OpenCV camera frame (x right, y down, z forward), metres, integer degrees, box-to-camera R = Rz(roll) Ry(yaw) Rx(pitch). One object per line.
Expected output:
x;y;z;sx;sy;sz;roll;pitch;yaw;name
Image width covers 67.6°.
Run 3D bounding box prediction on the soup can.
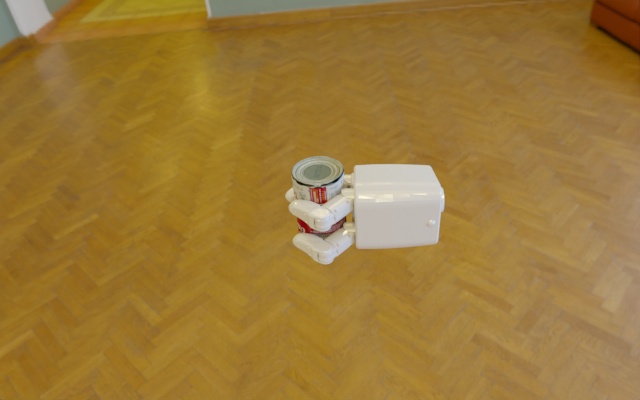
0.000;0.002;0.625;0.068;0.102;0.068;-3;37;3;soup can
